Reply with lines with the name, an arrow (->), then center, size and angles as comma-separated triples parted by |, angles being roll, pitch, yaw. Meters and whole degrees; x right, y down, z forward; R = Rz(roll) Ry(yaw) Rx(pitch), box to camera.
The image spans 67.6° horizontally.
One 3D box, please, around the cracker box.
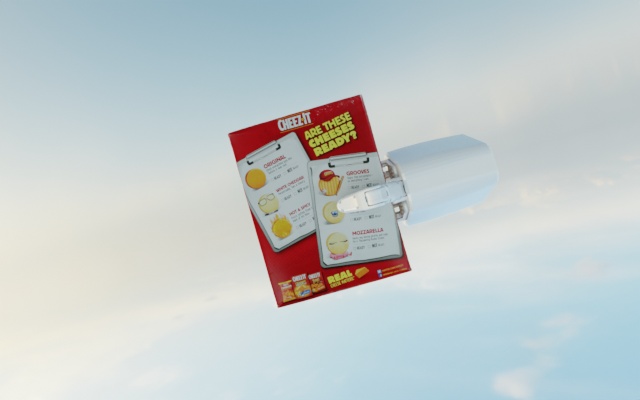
cracker box -> 0.000, 0.002, 0.580 | 0.164, 0.213, 0.072 | -16, -1, 1
